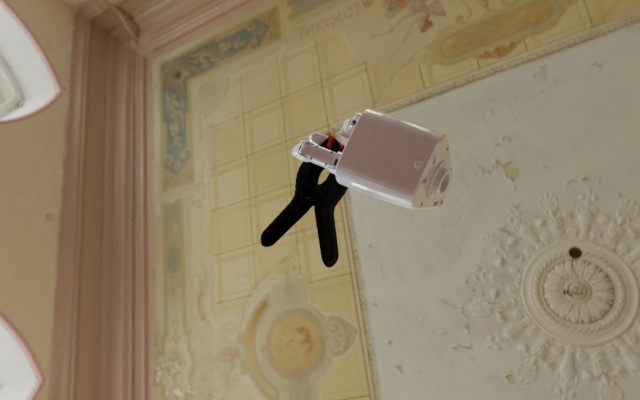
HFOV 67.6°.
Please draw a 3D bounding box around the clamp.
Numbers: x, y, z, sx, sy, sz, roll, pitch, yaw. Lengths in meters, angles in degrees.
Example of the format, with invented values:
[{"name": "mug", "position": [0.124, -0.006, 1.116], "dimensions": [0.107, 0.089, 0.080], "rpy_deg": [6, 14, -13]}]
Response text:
[{"name": "clamp", "position": [0.000, 0.002, 0.618], "dimensions": [0.120, 0.171, 0.039], "rpy_deg": [24, -3, 31]}]
